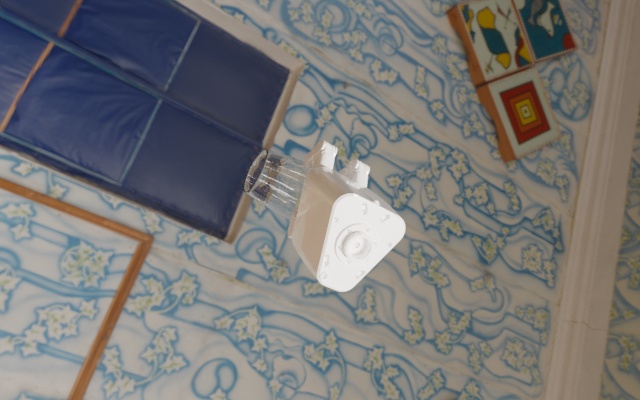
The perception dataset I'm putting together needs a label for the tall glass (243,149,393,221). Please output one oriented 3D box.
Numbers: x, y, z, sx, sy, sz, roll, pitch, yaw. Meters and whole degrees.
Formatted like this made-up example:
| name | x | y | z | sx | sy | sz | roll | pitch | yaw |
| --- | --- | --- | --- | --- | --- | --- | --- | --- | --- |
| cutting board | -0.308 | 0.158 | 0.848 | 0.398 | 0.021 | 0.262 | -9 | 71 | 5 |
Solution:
| name | x | y | z | sx | sy | sz | roll | pitch | yaw |
| --- | --- | --- | --- | --- | --- | --- | --- | --- | --- |
| tall glass | 0.001 | 0.002 | 0.640 | 0.201 | 0.079 | 0.079 | 26 | -11 | -23 |
